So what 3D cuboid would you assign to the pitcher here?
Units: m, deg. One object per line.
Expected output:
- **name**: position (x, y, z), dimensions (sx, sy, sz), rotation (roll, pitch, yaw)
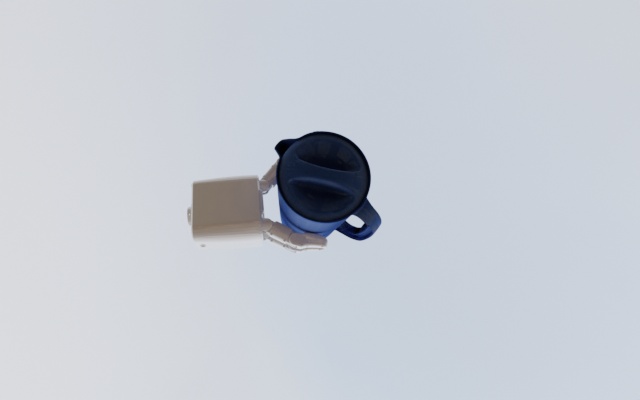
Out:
- **pitcher**: position (0.000, 0.002, 0.765), dimensions (0.145, 0.149, 0.243), rotation (-6, -14, -8)
